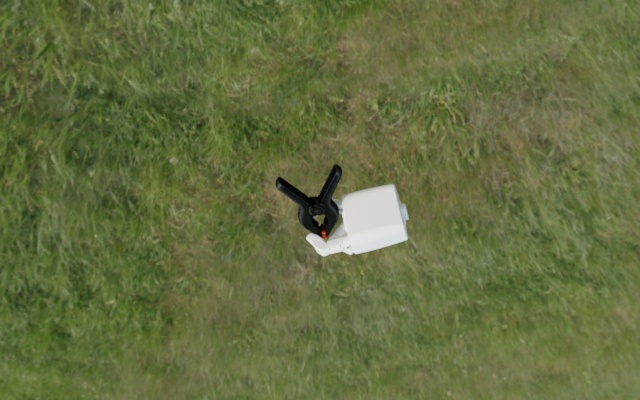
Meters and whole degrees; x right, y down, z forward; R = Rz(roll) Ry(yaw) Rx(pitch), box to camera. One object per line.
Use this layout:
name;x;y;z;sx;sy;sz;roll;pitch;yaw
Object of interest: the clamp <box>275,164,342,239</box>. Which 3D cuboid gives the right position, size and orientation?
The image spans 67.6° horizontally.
clamp;0.000;0.003;0.894;0.120;0.039;0.172;-15;-45;12
